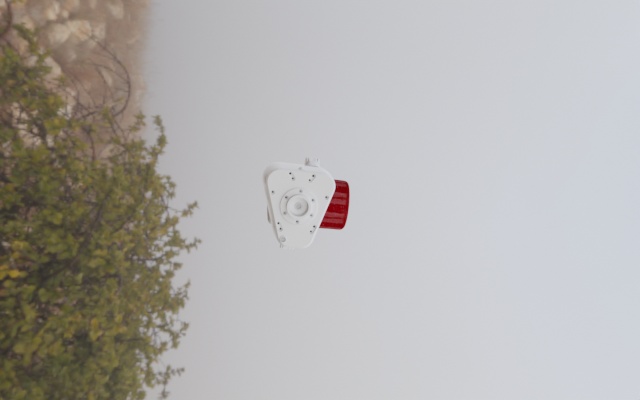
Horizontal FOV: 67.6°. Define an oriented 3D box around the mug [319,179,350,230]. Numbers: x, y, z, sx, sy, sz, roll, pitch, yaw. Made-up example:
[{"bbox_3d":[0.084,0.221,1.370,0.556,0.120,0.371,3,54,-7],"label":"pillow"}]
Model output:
[{"bbox_3d":[0.000,0.002,0.793,0.081,0.093,0.117,6,8,-6],"label":"mug"}]
